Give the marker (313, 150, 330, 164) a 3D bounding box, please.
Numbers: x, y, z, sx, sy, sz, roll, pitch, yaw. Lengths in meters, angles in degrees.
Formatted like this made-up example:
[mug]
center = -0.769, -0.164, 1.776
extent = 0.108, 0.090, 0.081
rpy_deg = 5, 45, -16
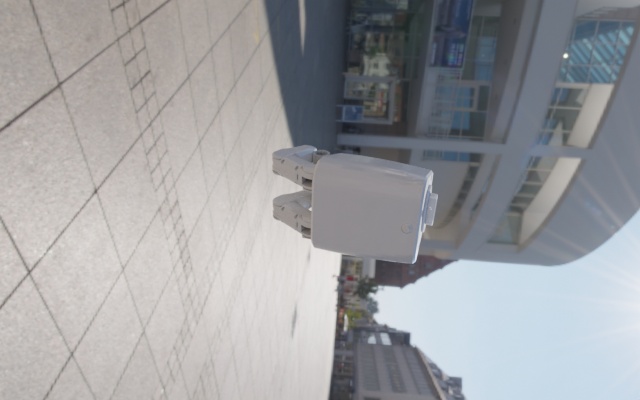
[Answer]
[marker]
center = 0.000, 0.002, 0.544
extent = 0.020, 0.121, 0.020
rpy_deg = 1, 28, -1
